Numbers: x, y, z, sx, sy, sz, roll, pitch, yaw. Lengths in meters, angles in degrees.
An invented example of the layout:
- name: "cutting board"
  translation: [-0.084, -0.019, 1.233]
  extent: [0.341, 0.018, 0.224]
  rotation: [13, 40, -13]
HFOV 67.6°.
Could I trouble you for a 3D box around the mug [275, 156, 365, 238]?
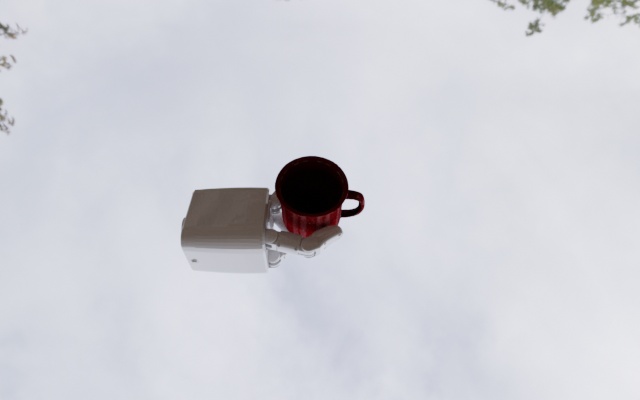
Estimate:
- name: "mug"
  translation: [0.002, 0.002, 0.633]
  extent: [0.117, 0.093, 0.082]
  rotation: [2, -31, -1]
